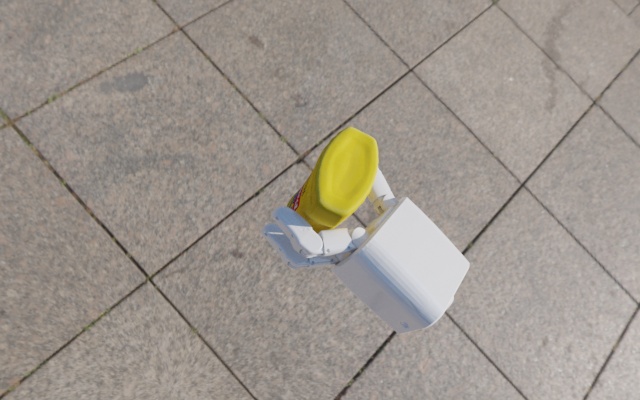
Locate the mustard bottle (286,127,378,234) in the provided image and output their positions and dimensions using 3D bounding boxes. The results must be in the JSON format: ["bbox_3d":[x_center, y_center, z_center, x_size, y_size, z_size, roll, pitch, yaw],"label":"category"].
[{"bbox_3d":[0.000,0.001,0.534,0.058,0.096,0.192,24,-25,-8],"label":"mustard bottle"}]
